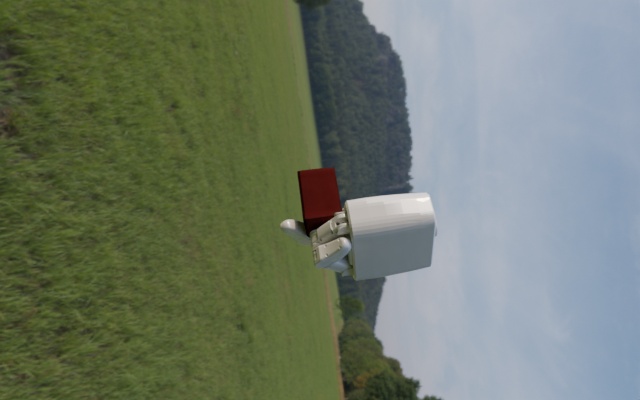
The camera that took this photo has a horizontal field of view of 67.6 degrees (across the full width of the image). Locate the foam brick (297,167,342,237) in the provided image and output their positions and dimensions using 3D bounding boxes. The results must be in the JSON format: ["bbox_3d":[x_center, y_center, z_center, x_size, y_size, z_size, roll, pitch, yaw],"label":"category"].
[{"bbox_3d":[0.000,0.002,0.647,0.051,0.078,0.053,-9,-30,0],"label":"foam brick"}]
